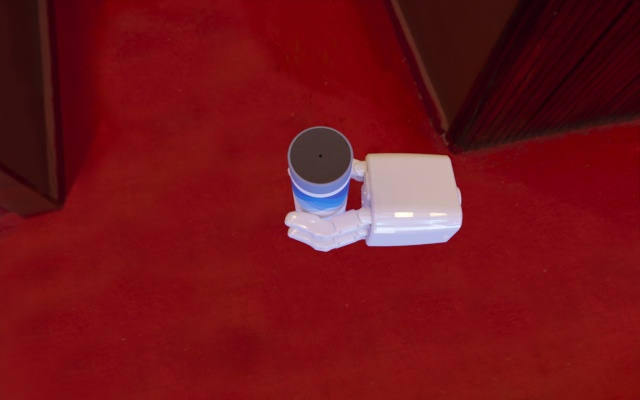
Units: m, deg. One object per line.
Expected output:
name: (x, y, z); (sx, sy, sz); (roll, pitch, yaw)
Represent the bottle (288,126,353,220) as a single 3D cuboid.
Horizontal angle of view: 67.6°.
bottle: (0.000, 0.002, 0.620); (0.069, 0.069, 0.296); (0, -19, 0)
